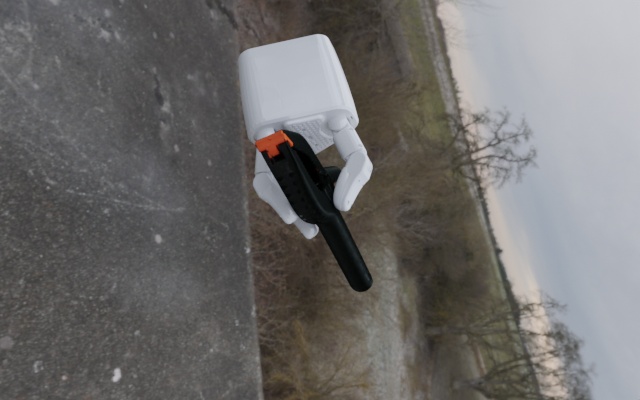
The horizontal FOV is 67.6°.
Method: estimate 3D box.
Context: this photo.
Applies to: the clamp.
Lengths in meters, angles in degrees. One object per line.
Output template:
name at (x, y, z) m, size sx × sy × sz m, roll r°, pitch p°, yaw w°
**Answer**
clamp at (0.001, 0.001, 0.484) m, size 0.036 × 0.164 × 0.210 m, roll -23°, pitch -26°, yaw 13°
